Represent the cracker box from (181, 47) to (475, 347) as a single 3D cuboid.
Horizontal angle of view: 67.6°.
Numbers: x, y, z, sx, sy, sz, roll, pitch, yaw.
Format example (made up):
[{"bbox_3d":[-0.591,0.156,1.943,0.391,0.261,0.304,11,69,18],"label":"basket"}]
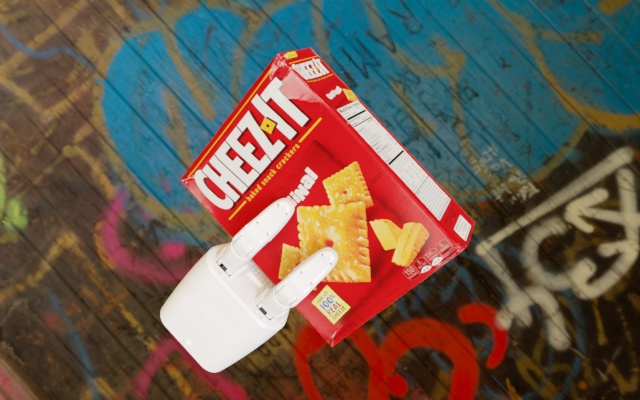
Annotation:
[{"bbox_3d":[0.000,0.001,0.427,0.164,0.213,0.072,-44,-2,30],"label":"cracker box"}]
